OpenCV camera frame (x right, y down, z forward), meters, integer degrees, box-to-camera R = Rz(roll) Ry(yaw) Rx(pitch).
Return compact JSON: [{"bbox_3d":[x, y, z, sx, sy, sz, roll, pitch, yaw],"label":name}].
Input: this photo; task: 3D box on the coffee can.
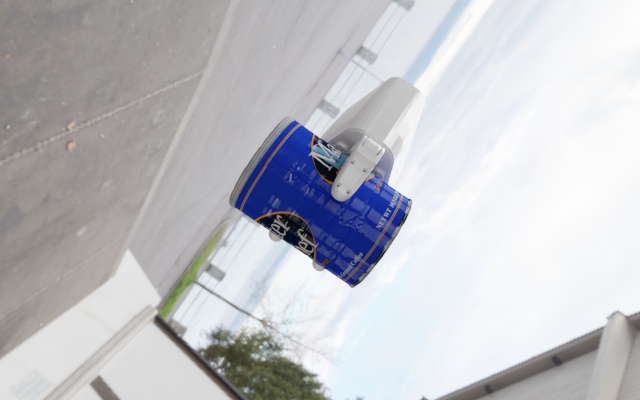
[{"bbox_3d":[0.000,0.001,0.455,0.140,0.103,0.103,35,0,0],"label":"coffee can"}]
